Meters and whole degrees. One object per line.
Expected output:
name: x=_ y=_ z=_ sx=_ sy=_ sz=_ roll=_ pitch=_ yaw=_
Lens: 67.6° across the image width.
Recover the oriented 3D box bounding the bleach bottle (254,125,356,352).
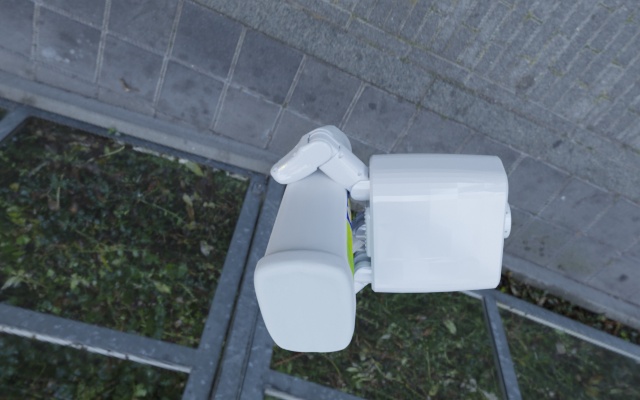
bleach bottle: x=0.000 y=0.002 z=0.428 sx=0.068 sy=0.103 sz=0.250 roll=-1 pitch=39 yaw=7
